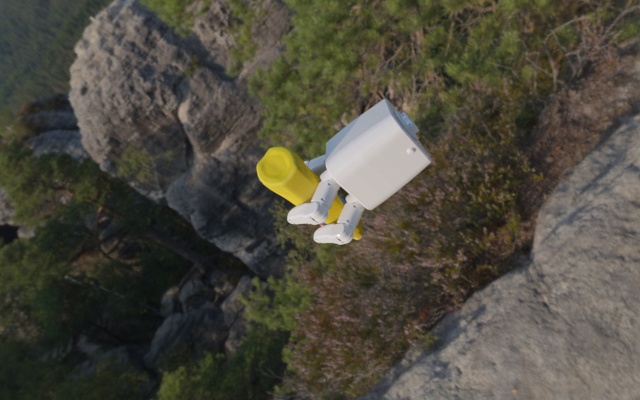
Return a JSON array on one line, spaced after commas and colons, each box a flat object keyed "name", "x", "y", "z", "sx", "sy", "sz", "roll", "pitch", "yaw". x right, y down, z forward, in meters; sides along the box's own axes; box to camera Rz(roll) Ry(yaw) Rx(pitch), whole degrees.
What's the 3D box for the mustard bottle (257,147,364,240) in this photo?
[{"name": "mustard bottle", "x": 0.000, "y": 0.002, "z": 0.677, "sx": 0.192, "sy": 0.058, "sz": 0.096, "roll": 39, "pitch": -3, "yaw": -35}]
